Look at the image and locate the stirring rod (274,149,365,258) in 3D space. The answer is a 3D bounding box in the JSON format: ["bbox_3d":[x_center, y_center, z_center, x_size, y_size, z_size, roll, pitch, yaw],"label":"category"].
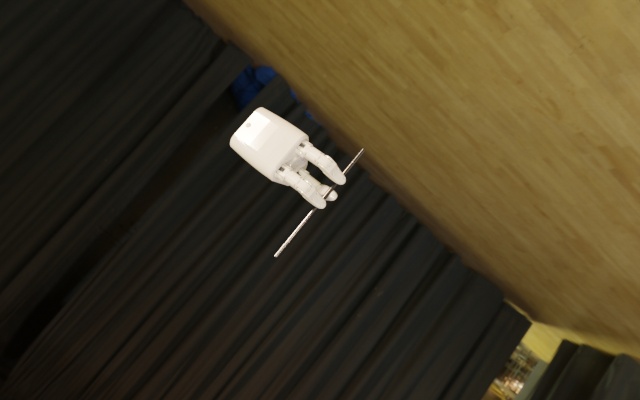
[{"bbox_3d":[0.000,0.003,0.819,0.011,0.239,0.011,38,-10,8],"label":"stirring rod"}]
